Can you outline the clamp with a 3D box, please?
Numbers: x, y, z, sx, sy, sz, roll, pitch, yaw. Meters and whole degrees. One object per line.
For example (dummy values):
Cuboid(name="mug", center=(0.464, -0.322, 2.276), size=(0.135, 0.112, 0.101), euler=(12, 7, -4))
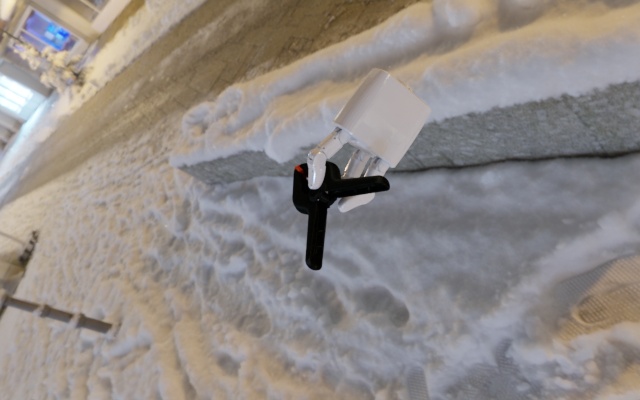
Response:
Cuboid(name="clamp", center=(-0.001, 0.002, 0.732), size=(0.036, 0.164, 0.210), euler=(36, 2, -34))
